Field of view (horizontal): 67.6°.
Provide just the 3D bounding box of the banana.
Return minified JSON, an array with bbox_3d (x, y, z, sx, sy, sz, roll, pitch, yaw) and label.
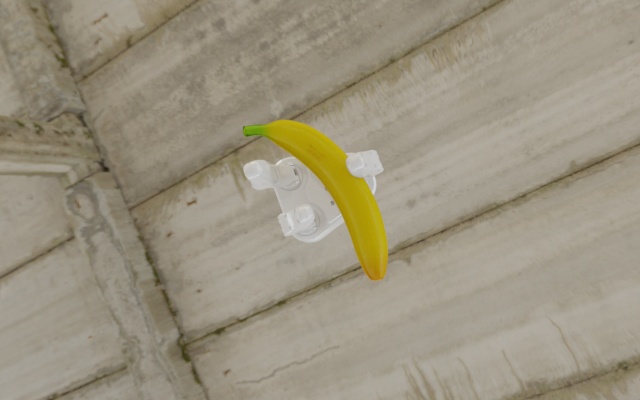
[{"bbox_3d":[0.011,-0.013,0.474,0.069,0.198,0.037,-41,-3,-16],"label":"banana"}]
